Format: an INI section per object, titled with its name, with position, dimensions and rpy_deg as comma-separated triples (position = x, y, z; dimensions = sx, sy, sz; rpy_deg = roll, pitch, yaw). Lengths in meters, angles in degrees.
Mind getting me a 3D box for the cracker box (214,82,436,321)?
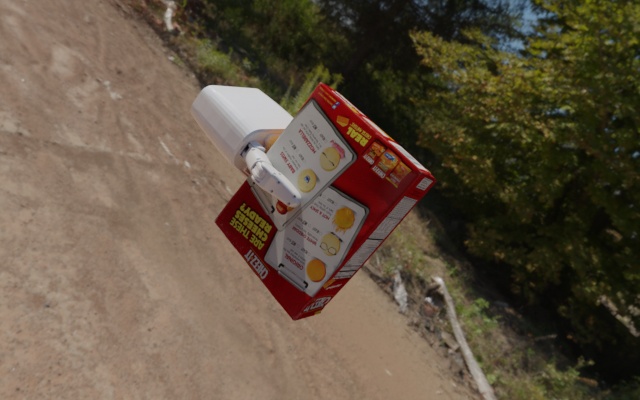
[cracker box]
position = 0.000, 0.002, 0.551
dimensions = 0.164, 0.214, 0.072
rpy_deg = 46, 17, 25
